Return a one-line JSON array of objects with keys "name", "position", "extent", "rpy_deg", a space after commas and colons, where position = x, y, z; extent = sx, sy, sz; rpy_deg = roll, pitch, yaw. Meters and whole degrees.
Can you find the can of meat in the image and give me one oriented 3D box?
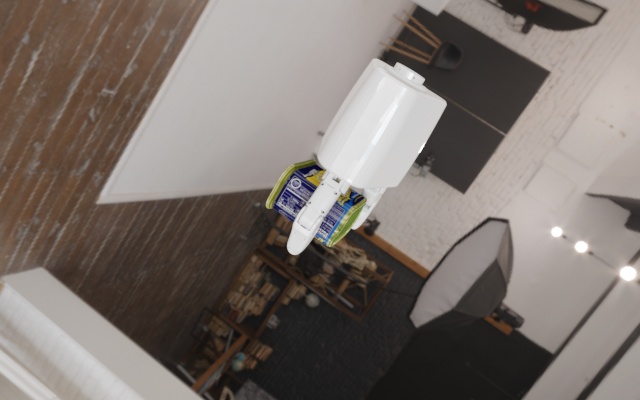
[{"name": "can of meat", "position": [0.000, 0.002, 0.539], "extent": [0.084, 0.057, 0.102], "rpy_deg": [34, 17, 9]}]
